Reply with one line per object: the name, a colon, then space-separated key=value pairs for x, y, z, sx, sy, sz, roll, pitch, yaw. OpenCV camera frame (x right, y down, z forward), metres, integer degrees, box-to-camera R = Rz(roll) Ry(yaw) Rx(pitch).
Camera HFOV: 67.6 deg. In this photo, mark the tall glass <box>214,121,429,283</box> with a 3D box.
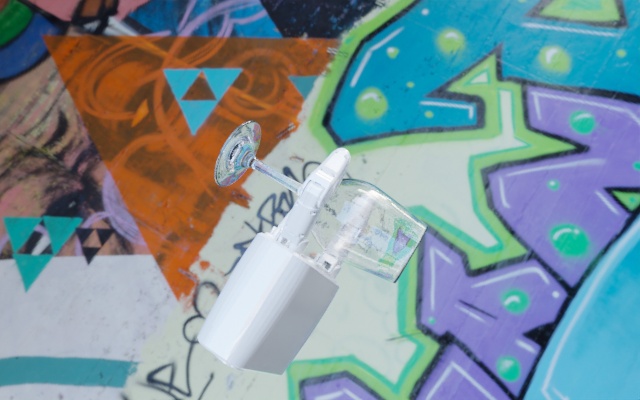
tall glass: x=0.000 y=0.001 z=0.460 sx=0.201 sy=0.079 sz=0.079 roll=30 pitch=7 yaw=13
